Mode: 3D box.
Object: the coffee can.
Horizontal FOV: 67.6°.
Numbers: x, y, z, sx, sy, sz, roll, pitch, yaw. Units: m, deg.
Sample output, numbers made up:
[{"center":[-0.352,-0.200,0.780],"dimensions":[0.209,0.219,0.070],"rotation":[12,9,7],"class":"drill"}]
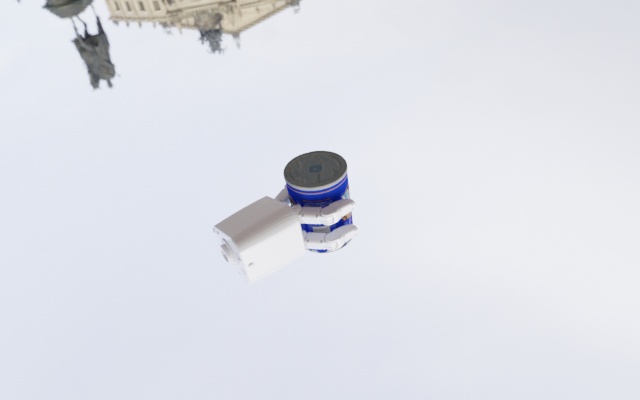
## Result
[{"center":[0.000,0.002,0.798],"dimensions":[0.103,0.140,0.102],"rotation":[-6,38,4],"class":"coffee can"}]
